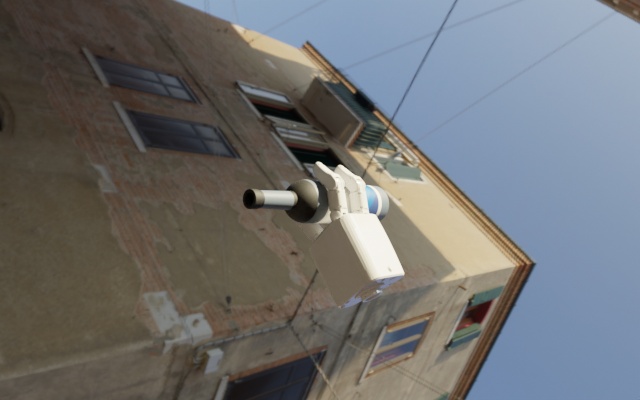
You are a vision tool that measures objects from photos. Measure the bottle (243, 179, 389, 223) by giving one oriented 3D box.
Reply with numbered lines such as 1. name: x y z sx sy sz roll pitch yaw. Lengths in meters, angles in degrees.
1. bottle: 0.000 0.002 0.750 0.069 0.069 0.296 0 -2 41
